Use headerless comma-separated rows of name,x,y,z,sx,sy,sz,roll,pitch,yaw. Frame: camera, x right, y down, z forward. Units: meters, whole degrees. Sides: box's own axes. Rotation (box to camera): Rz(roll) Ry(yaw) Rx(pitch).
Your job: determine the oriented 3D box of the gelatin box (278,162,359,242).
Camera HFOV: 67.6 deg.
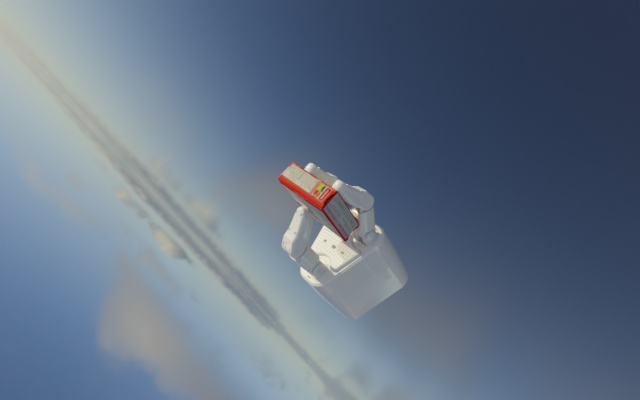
gelatin box,0.000,0.002,0.550,0.073,0.030,0.089,35,-10,34
